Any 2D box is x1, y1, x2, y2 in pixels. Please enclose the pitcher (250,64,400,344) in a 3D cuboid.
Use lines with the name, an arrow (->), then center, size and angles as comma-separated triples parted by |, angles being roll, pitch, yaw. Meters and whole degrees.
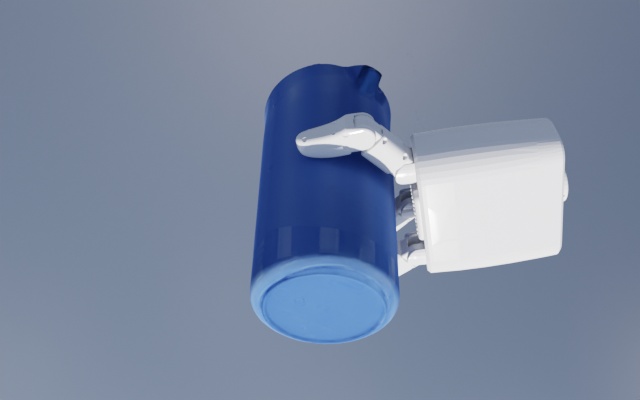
pitcher -> 0.000, 0.001, 0.429 | 0.145, 0.149, 0.242 | -8, 43, 9
